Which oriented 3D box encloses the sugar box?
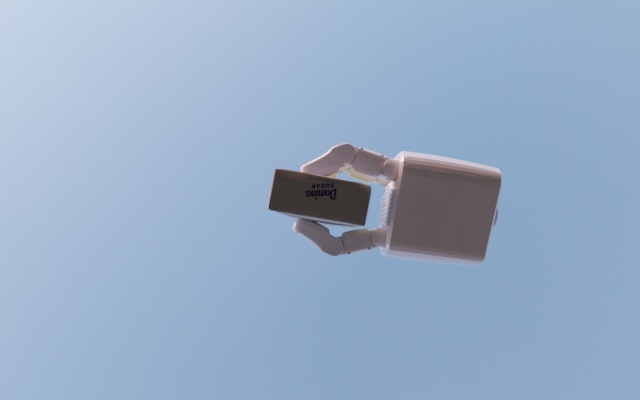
[{"bbox_3d":[0.000,0.001,0.519,0.093,0.048,0.176,10,-6,0],"label":"sugar box"}]
